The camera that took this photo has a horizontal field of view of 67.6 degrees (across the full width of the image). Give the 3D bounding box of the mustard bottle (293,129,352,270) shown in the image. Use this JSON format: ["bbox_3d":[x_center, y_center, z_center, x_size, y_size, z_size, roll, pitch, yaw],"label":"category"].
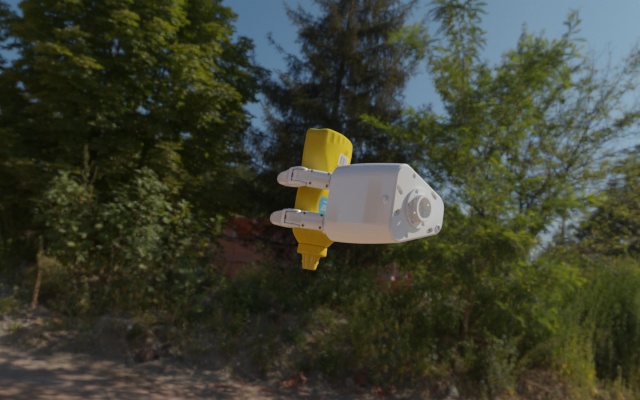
[{"bbox_3d":[0.000,0.002,0.676,0.058,0.191,0.096,5,-9,24],"label":"mustard bottle"}]
